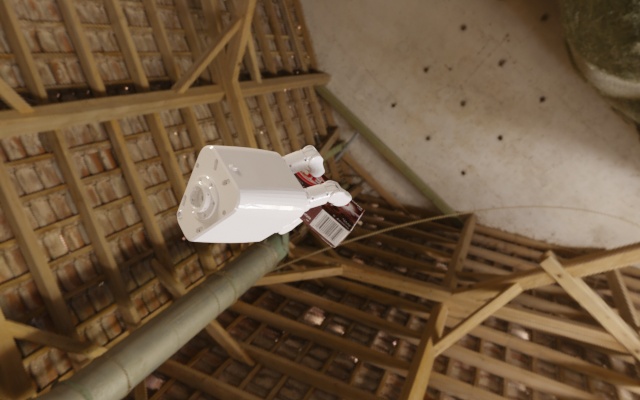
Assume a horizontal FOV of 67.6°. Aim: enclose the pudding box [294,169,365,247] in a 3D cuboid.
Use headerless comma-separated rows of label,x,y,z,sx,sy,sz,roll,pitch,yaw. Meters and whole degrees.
pudding box,0.000,0.002,0.657,0.039,0.113,0.090,-47,-1,26
